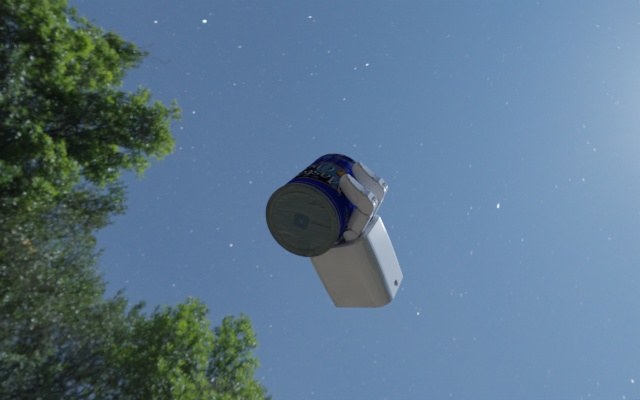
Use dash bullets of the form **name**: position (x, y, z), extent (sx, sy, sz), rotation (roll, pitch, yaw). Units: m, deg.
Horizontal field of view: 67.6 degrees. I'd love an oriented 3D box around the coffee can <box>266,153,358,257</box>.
- **coffee can**: position (0.000, 0.002, 0.671), extent (0.103, 0.103, 0.140), rotation (0, 22, 23)
